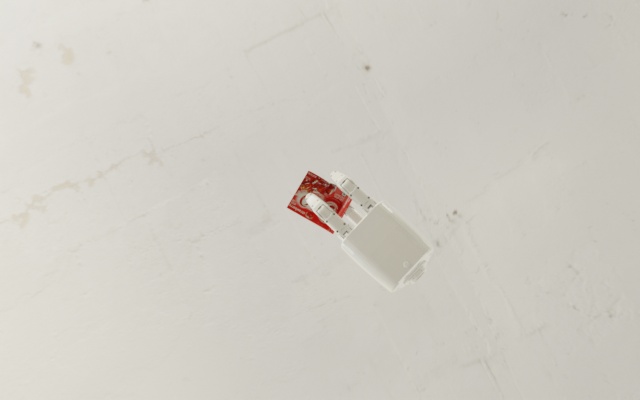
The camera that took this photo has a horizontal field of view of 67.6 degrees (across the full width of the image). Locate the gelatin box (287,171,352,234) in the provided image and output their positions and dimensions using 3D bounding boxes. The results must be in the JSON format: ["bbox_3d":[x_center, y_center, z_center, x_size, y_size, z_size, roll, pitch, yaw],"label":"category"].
[{"bbox_3d":[0.000,0.003,0.788,0.089,0.073,0.030,29,-3,25],"label":"gelatin box"}]
